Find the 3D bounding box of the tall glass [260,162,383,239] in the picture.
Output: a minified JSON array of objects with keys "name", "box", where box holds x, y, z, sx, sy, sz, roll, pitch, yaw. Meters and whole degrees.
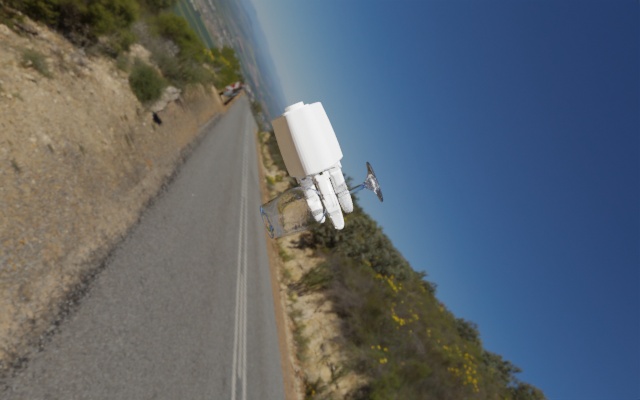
[{"name":"tall glass","box":[0.001,0.003,0.818,0.201,0.079,0.079,-21,0,1]}]
